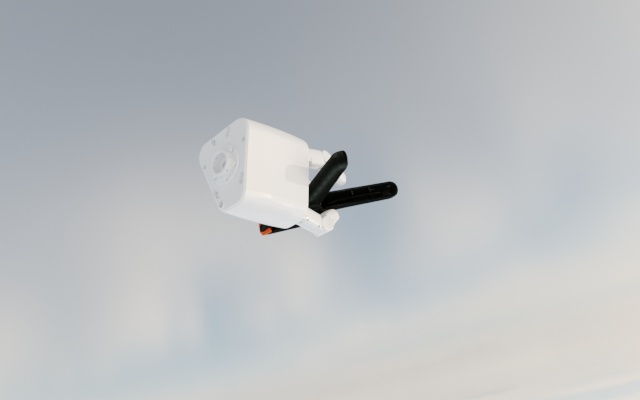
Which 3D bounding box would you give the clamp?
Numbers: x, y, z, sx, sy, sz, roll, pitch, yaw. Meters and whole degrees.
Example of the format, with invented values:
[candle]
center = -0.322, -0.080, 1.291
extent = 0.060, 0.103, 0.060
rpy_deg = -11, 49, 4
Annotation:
[clamp]
center = 0.000, 0.003, 0.690
extent = 0.210, 0.036, 0.164
rpy_deg = -29, -29, 32
